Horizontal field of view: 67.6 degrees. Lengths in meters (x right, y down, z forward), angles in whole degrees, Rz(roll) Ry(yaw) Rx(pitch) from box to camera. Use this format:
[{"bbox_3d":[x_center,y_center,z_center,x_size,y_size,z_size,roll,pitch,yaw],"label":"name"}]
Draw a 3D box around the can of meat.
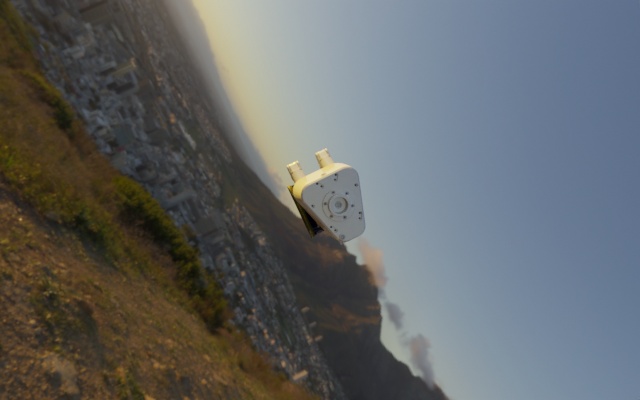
[{"bbox_3d":[0.000,0.003,0.845,0.084,0.102,0.057,-26,5,-5],"label":"can of meat"}]
